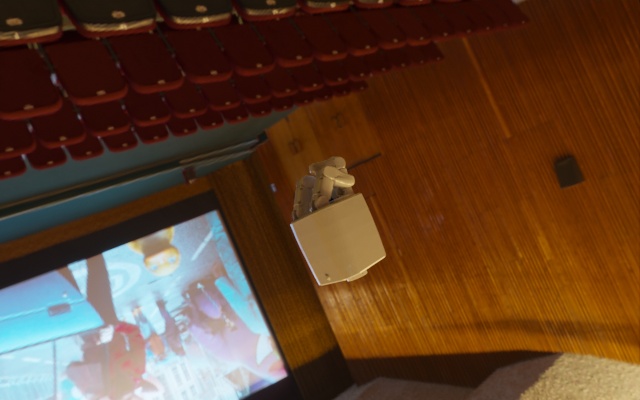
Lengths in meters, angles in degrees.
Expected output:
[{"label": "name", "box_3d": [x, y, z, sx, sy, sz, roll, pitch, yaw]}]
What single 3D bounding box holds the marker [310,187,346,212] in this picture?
[{"label": "marker", "box_3d": [0.000, 0.002, 0.760, 0.020, 0.020, 0.121, 0, -15, -31]}]
